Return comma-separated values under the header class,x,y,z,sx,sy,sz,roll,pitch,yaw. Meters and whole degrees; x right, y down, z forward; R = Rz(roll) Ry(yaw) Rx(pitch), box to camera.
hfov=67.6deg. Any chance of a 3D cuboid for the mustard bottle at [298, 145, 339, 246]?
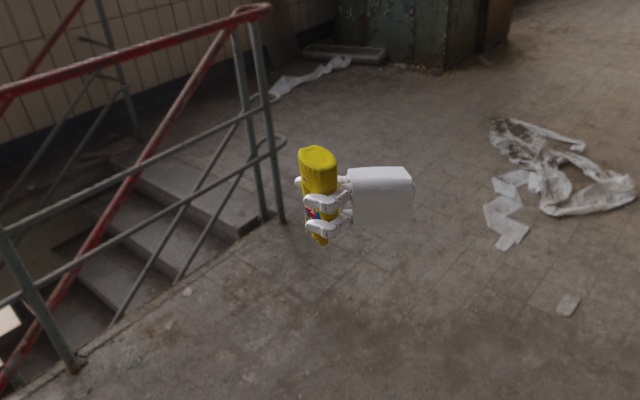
class,x,y,z,sx,sy,sz,roll,pitch,yaw
mustard bottle,0.000,0.003,0.866,0.058,0.192,0.096,-19,36,-20
